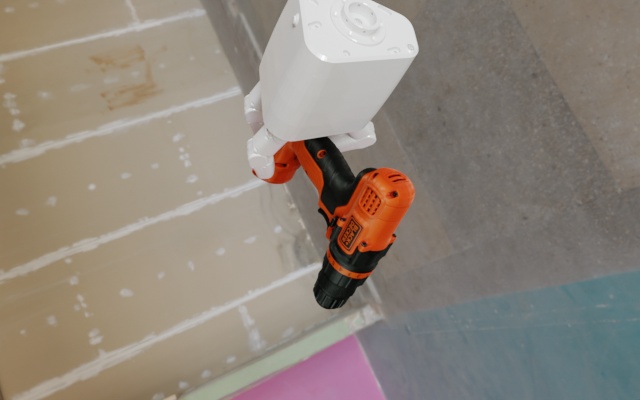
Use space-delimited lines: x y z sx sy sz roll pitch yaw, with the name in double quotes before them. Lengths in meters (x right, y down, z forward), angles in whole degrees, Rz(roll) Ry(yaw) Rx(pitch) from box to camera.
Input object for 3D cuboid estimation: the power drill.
"power drill" 0.000 0.001 0.512 0.057 0.184 0.187 -12 50 -42
